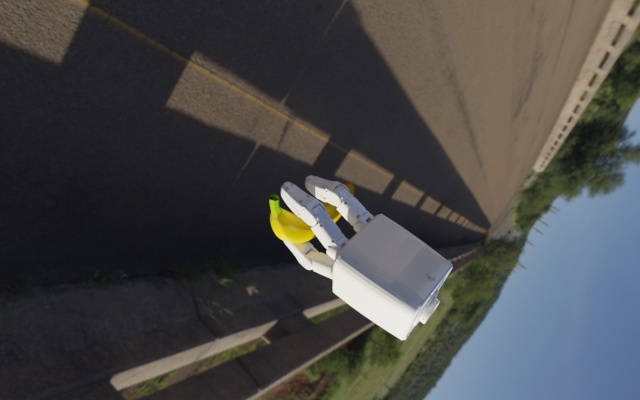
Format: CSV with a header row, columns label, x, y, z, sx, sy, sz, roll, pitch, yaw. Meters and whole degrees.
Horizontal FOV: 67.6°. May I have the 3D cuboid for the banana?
label,x,y,z,sx,sy,sz,roll,pitch,yaw
banana,-0.009,0.019,0.632,0.037,0.070,0.198,32,21,22
